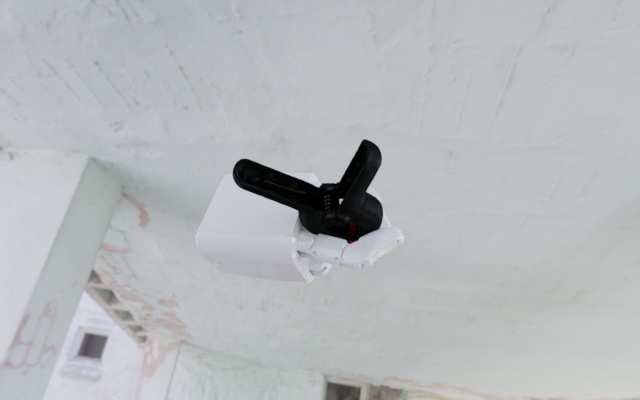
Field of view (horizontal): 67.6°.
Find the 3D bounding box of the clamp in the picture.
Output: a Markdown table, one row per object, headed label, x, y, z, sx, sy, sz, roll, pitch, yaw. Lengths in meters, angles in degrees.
| label | x | y | z | sx | sy | sz | roll | pitch | yaw |
| --- | --- | --- | --- | --- | --- | --- | --- | --- | --- |
| clamp | 0.000 | 0.001 | 0.427 | 0.120 | 0.039 | 0.172 | 3 | -27 | 14 |
